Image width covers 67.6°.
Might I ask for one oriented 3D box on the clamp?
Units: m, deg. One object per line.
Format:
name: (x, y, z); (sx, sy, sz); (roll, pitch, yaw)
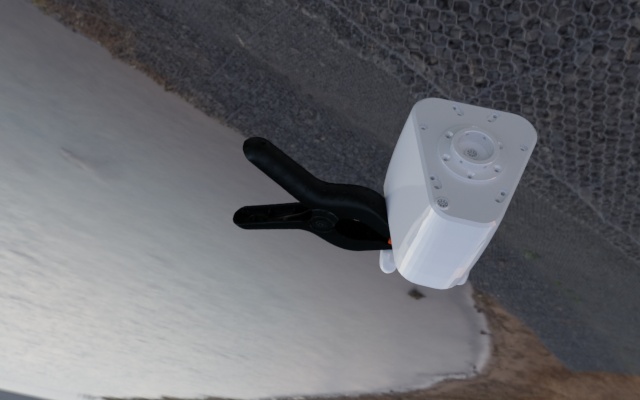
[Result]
clamp: (0.000, 0.002, 0.432); (0.171, 0.039, 0.120); (10, -33, 3)
